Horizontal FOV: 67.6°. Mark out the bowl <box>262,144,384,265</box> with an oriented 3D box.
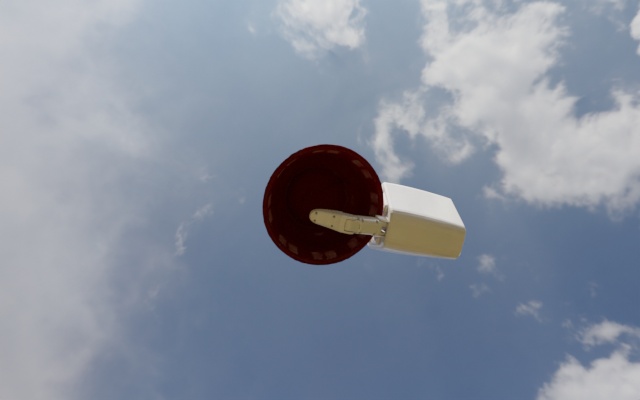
[{"bbox_3d":[-0.001,0.001,0.640,0.162,0.162,0.055,0,14,-13],"label":"bowl"}]
